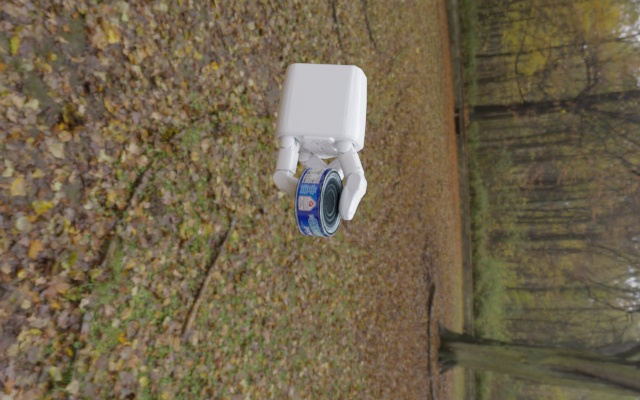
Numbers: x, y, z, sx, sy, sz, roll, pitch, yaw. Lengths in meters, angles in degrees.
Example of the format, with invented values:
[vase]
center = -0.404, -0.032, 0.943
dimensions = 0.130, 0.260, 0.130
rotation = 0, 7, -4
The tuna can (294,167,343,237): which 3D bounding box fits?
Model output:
[tuna can]
center = 0.001, 0.002, 0.590
dimensions = 0.034, 0.086, 0.086
rotation = 3, 1, 21
